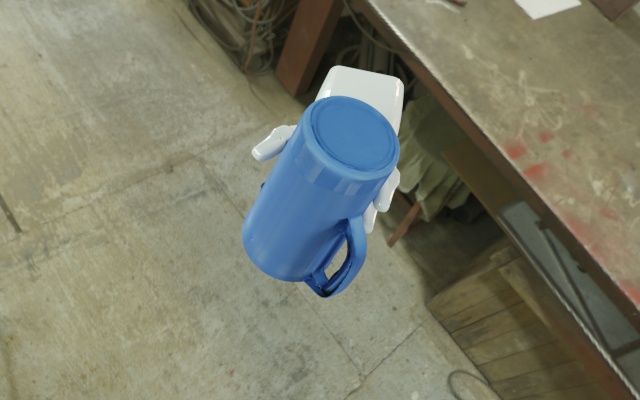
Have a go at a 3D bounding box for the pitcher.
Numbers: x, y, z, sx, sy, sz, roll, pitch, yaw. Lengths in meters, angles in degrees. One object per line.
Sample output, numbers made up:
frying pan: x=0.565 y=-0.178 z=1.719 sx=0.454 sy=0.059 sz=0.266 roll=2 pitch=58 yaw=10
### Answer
pitcher: x=0.000 y=0.002 z=0.567 sx=0.149 sy=0.145 sz=0.243 roll=24 pitch=-36 yaw=-7
